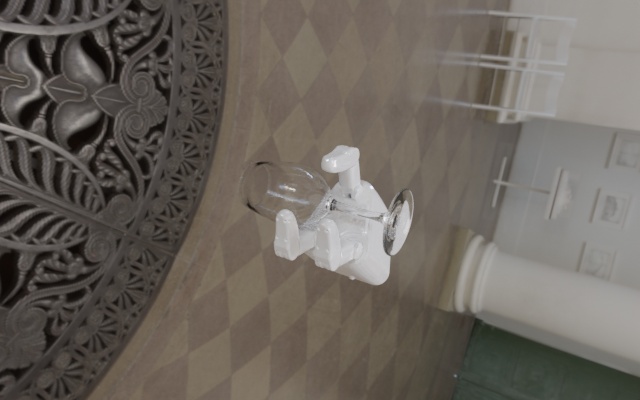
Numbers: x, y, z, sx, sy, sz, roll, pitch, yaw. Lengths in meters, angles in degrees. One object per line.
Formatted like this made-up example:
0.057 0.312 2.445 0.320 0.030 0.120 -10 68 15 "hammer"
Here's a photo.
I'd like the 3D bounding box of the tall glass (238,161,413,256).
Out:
0.001 0.002 0.555 0.201 0.079 0.079 15 7 29 "tall glass"
